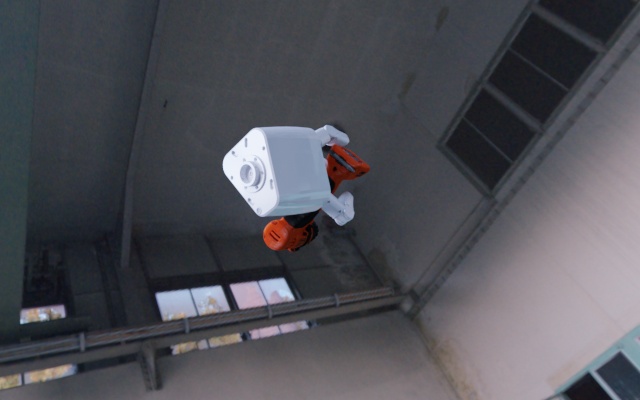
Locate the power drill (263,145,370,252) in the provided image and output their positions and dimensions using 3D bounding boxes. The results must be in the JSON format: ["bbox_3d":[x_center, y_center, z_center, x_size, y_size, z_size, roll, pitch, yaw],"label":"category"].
[{"bbox_3d":[0.000,0.002,0.777,0.057,0.188,0.184,40,10,11],"label":"power drill"}]
